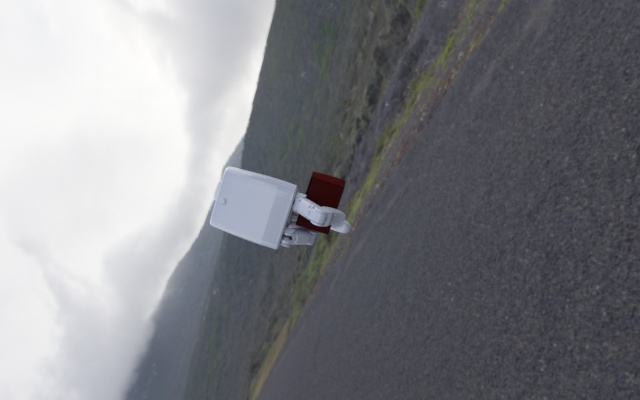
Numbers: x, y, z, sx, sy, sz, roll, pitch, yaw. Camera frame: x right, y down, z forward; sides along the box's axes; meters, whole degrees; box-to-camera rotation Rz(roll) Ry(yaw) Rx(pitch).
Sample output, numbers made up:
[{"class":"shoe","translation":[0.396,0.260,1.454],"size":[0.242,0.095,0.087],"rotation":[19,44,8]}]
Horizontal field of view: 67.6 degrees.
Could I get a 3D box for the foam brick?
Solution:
[{"class":"foam brick","translation":[0.000,0.002,0.712],"size":[0.051,0.078,0.053],"rotation":[18,13,-2]}]
